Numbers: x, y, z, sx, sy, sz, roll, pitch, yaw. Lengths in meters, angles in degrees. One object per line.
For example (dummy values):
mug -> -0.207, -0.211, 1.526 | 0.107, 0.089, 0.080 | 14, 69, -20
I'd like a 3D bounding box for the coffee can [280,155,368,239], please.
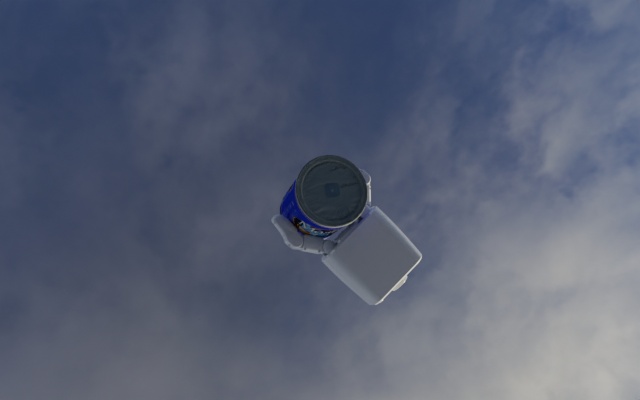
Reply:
coffee can -> 0.000, 0.002, 0.718 | 0.103, 0.102, 0.140 | 0, -14, -14
